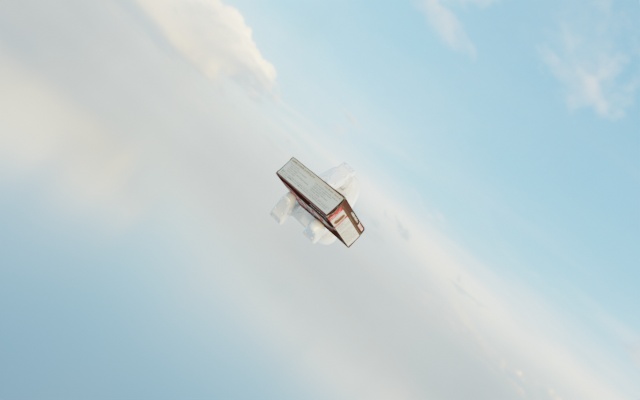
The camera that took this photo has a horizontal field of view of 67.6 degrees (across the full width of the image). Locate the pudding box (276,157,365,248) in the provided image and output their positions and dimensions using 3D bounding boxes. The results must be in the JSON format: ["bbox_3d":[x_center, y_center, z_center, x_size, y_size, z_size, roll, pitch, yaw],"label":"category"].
[{"bbox_3d":[0.000,0.002,0.637,0.113,0.039,0.090,37,-10,36],"label":"pudding box"}]
